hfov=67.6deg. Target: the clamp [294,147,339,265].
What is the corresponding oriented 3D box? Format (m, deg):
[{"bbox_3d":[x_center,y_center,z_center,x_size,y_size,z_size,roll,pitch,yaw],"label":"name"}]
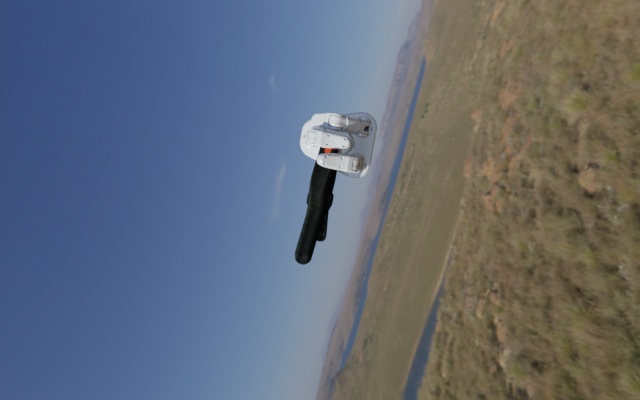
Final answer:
[{"bbox_3d":[0.000,0.002,0.709,0.039,0.171,0.120,15,7,4],"label":"clamp"}]
